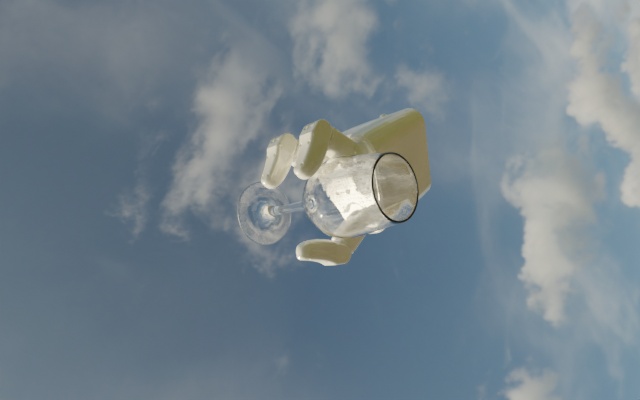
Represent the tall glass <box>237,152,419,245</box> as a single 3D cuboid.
[{"bbox_3d":[0.000,0.002,0.481,0.079,0.079,0.201,0,-7,-41],"label":"tall glass"}]
